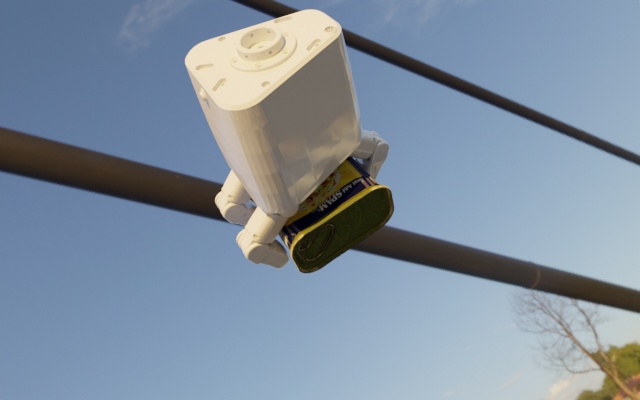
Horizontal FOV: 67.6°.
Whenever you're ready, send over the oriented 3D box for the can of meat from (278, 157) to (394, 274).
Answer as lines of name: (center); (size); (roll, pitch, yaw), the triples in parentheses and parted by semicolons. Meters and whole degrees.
can of meat: (0.000, 0.001, 0.432); (0.102, 0.084, 0.057); (-33, -38, -9)
